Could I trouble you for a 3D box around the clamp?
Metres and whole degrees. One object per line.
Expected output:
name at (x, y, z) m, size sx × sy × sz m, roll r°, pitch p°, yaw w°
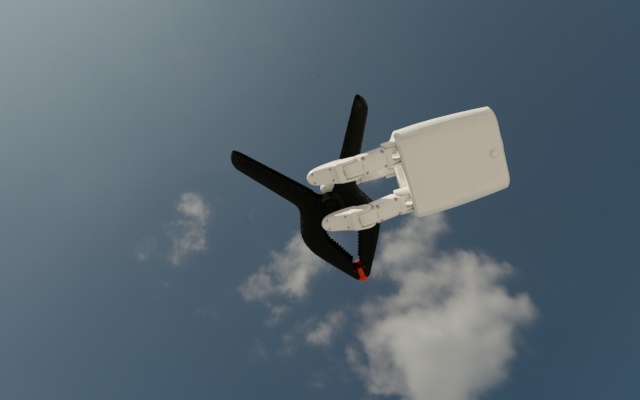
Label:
clamp at (0.001, 0.002, 0.556) m, size 0.164 × 0.210 × 0.036 m, roll -16°, pitch 14°, yaw 7°
